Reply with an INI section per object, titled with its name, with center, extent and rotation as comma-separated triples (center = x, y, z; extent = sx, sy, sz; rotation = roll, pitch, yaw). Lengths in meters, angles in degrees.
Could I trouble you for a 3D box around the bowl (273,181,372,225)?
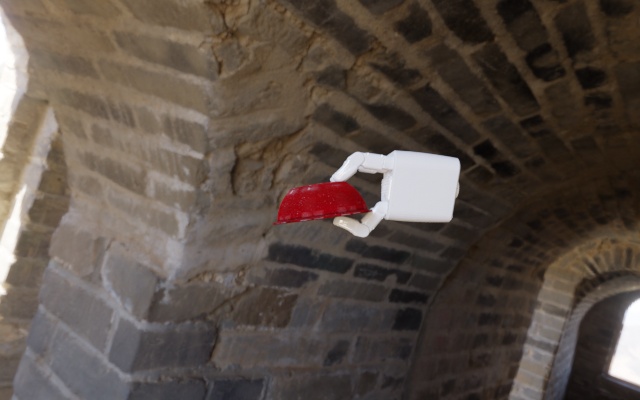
[bowl]
center = -0.001, 0.002, 0.771
extent = 0.162, 0.055, 0.162
rotation = -8, -1, 0
